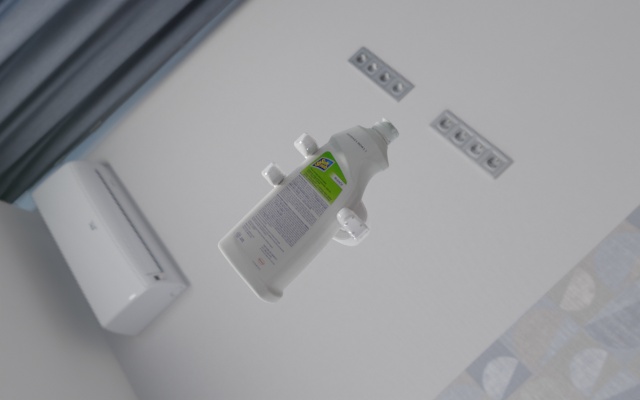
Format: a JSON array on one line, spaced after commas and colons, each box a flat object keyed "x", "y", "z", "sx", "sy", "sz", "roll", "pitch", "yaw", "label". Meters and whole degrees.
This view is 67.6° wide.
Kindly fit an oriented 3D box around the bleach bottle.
[{"x": 0.000, "y": 0.002, "z": 0.576, "sx": 0.251, "sy": 0.102, "sz": 0.068, "roll": -43, "pitch": -17, "yaw": 0, "label": "bleach bottle"}]
